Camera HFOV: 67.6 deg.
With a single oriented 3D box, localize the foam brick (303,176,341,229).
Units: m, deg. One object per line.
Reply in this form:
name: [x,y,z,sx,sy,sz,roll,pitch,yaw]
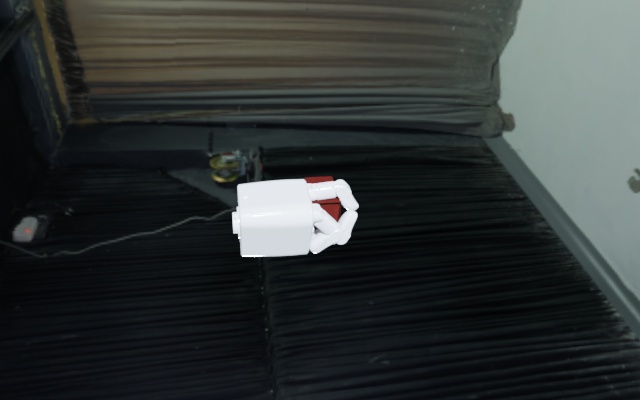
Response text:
foam brick: [0.000,0.002,0.785,0.051,0.053,0.078,-4,36,-10]
